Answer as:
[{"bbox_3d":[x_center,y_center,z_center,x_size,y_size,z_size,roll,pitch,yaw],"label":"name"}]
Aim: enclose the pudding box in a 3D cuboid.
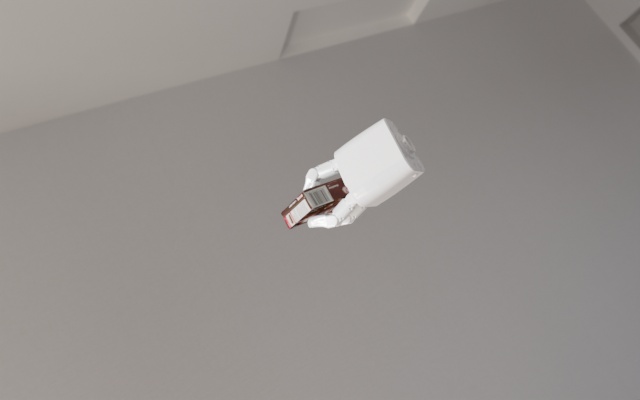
[{"bbox_3d":[0.000,0.003,0.823,0.113,0.039,0.090,-18,-15,-37],"label":"pudding box"}]
